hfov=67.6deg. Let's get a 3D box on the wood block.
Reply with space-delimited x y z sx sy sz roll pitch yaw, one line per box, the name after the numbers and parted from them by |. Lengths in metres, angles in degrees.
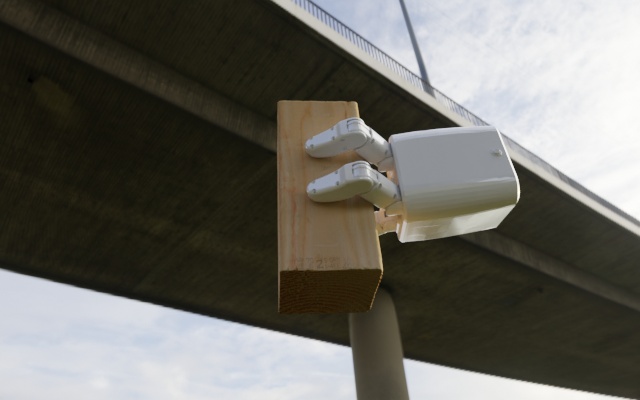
0.000 0.002 0.488 0.090 0.206 0.091 -1 -37 -5 | wood block
